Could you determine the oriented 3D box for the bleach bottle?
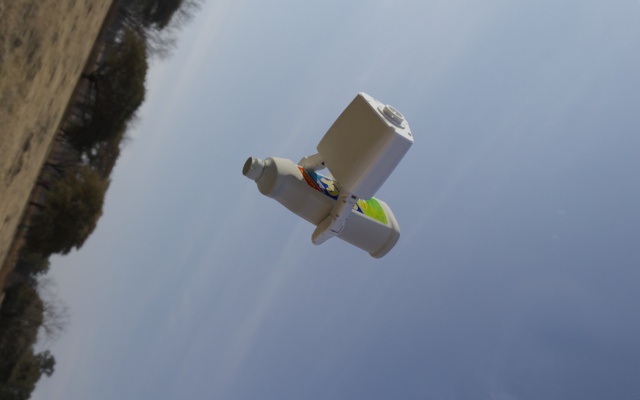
[{"bbox_3d":[0.000,0.002,0.716,0.251,0.068,0.102,24,29,-29],"label":"bleach bottle"}]
